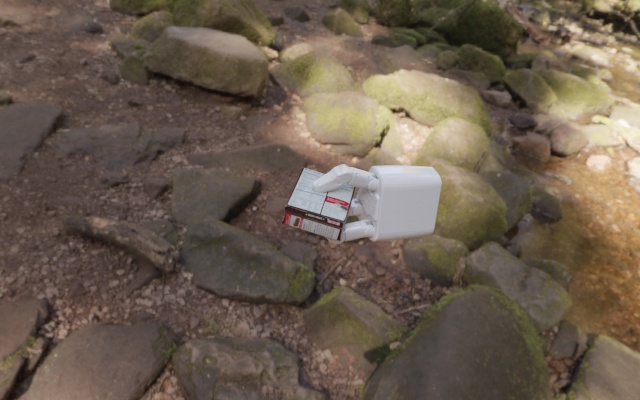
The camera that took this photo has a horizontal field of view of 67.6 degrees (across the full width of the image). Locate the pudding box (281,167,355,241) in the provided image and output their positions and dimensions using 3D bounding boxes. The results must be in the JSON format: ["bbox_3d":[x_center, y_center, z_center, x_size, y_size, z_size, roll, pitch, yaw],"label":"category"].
[{"bbox_3d":[0.000,0.002,0.715,0.090,0.039,0.113,16,34,3],"label":"pudding box"}]
